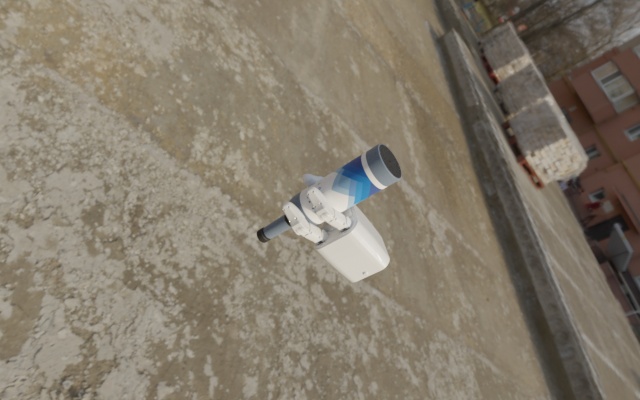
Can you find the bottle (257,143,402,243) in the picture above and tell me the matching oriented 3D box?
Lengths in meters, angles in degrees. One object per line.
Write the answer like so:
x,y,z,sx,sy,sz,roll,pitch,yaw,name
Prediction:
0.000,0.003,0.833,0.296,0.069,0.069,-30,-16,28,bottle
